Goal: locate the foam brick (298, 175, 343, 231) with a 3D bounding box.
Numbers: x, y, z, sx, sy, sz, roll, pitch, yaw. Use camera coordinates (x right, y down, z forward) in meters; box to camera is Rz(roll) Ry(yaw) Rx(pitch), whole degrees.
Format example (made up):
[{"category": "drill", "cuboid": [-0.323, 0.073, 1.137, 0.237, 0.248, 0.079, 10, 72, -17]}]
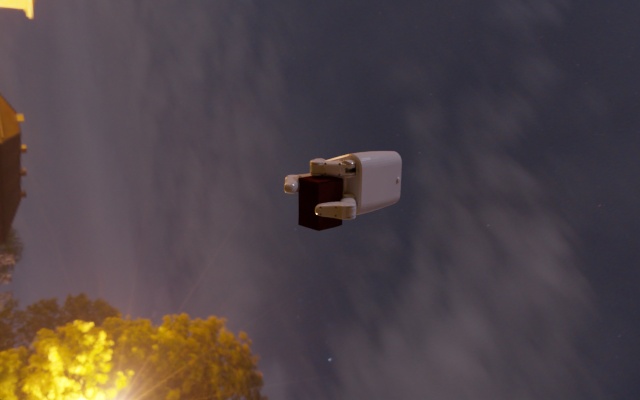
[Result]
[{"category": "foam brick", "cuboid": [0.000, 0.003, 0.752, 0.051, 0.078, 0.053, -11, 18, -40]}]
